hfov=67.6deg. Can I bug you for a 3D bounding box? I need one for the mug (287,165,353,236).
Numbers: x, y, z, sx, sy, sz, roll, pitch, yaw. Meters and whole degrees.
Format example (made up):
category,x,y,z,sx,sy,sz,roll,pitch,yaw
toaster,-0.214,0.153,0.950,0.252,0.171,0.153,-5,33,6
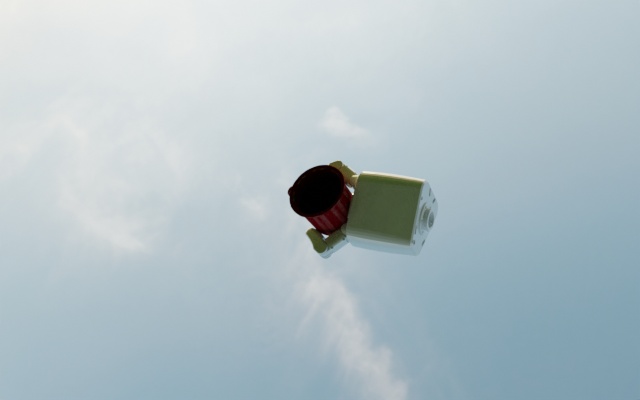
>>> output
category,x,y,z,sx,sy,sz,roll,pitch,yaw
mug,-0.001,0.002,0.759,0.117,0.093,0.081,10,-24,33
